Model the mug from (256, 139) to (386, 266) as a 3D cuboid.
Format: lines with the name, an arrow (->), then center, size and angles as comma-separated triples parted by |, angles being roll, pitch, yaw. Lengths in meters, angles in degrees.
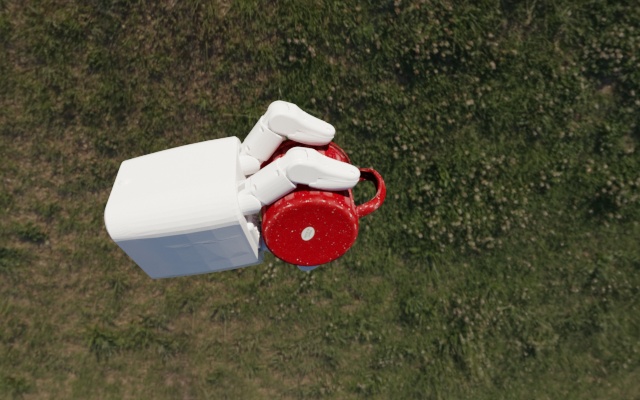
mug -> 0.002, 0.001, 0.424 | 0.117, 0.093, 0.081 | -11, 41, 2
